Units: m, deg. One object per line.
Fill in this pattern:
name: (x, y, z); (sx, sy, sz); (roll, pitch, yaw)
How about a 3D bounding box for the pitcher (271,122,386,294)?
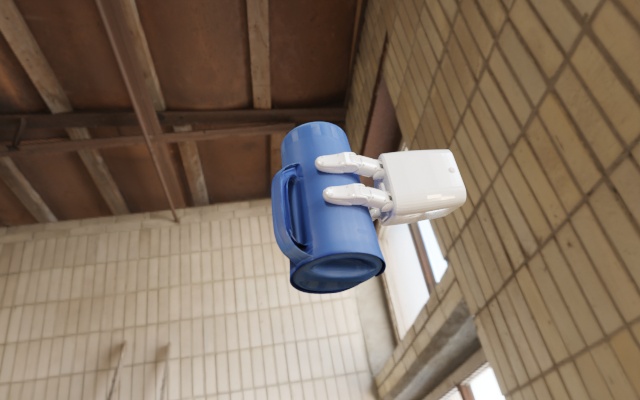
pitcher: (0.000, 0.002, 0.699); (0.145, 0.242, 0.149); (-7, -32, -6)
